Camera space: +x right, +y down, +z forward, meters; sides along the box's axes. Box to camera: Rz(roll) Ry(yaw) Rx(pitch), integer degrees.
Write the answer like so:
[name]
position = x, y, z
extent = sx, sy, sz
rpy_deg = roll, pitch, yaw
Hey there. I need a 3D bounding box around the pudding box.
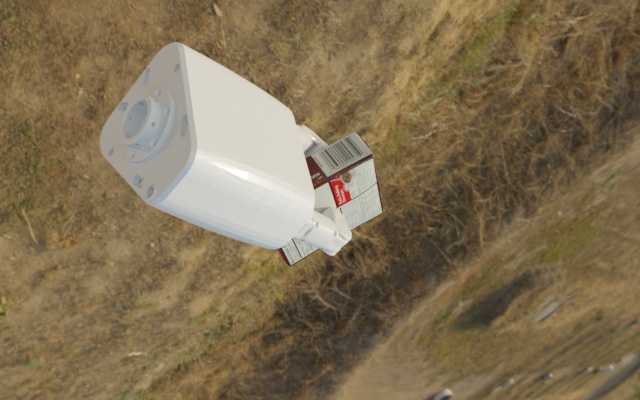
[pudding box]
position = 0.000, 0.002, 0.440
extent = 0.113, 0.039, 0.090
rpy_deg = -28, -36, -7
